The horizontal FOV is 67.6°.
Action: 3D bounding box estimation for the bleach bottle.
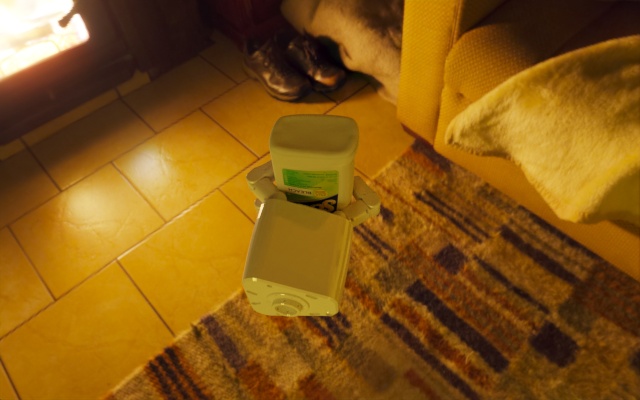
[{"bbox_3d":[0.000,0.002,0.618,0.102,0.068,0.251,4,-36,9],"label":"bleach bottle"}]
